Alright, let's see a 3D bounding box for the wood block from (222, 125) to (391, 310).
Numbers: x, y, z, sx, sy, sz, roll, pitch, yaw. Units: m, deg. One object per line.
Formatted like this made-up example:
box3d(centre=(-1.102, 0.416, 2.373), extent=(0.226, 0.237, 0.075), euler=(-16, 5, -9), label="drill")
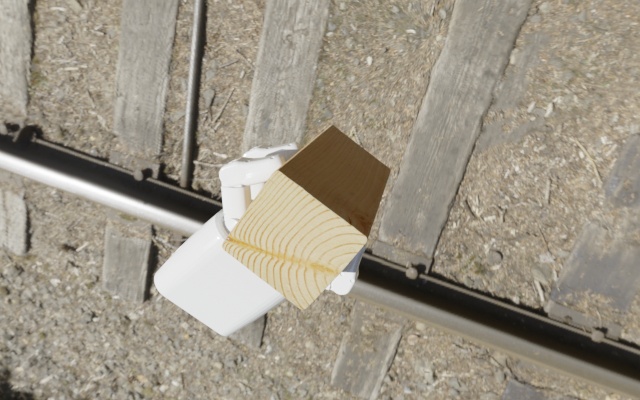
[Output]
box3d(centre=(0.000, 0.002, 0.472), extent=(0.091, 0.090, 0.206), euler=(38, 23, -1), label="wood block")
